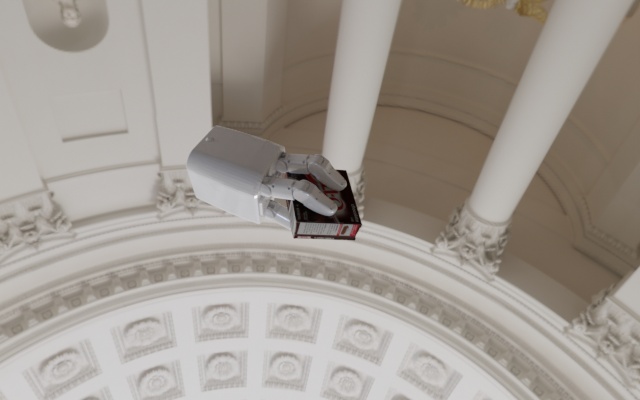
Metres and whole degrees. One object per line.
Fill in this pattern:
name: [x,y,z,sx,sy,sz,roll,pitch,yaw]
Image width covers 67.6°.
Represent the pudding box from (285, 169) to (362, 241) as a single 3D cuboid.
pudding box: [0.000,0.002,0.658,0.090,0.113,0.039,2,-44,-15]
